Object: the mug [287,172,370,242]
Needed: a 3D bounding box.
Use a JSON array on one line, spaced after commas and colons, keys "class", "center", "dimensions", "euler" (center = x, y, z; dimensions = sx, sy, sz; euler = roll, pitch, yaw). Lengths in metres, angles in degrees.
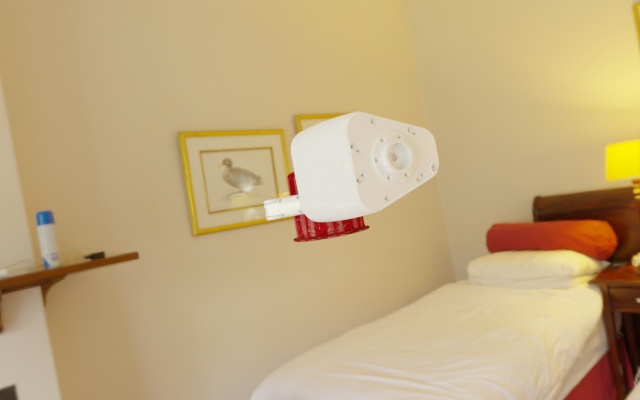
[{"class": "mug", "center": [-0.001, 0.002, 0.583], "dimensions": [0.093, 0.081, 0.117], "euler": [-11, 1, -30]}]
